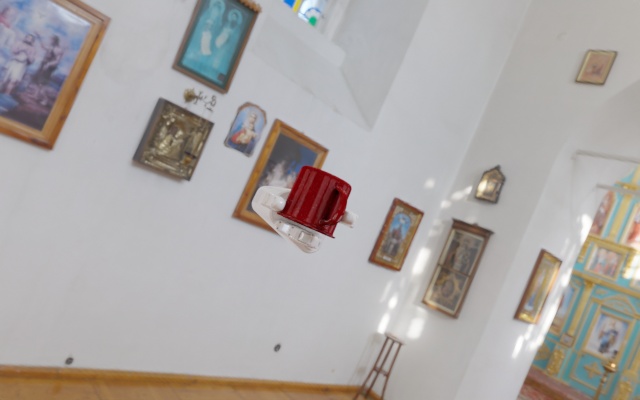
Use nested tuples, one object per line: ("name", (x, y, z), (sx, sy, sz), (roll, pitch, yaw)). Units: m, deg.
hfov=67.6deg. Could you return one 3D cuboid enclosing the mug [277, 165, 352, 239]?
("mug", (0.001, 0.002, 0.686), (0.093, 0.081, 0.117), (26, -5, -28))
